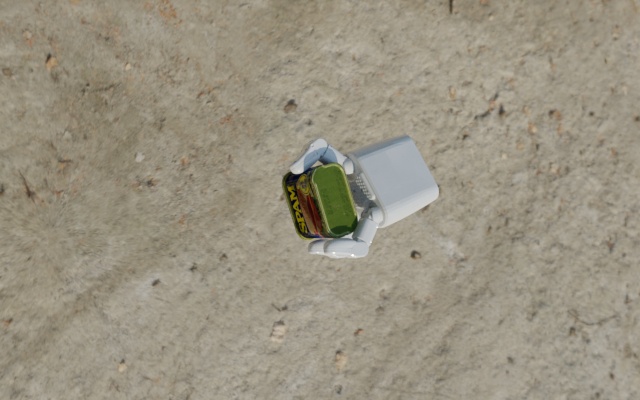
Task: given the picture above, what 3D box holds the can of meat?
[{"bbox_3d":[0.000,0.002,0.642,0.057,0.102,0.084,-20,6,-29],"label":"can of meat"}]
